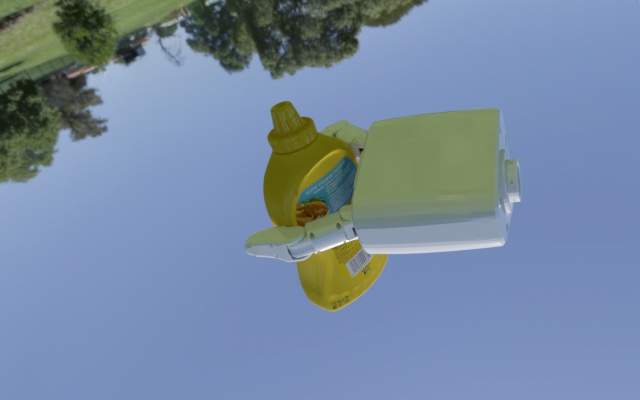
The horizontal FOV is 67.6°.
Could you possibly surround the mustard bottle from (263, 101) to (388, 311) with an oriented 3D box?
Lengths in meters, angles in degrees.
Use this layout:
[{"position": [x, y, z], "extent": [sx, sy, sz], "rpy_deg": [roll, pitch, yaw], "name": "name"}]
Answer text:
[{"position": [0.000, 0.002, 0.426], "extent": [0.096, 0.192, 0.058], "rpy_deg": [-40, 35, -28], "name": "mustard bottle"}]
